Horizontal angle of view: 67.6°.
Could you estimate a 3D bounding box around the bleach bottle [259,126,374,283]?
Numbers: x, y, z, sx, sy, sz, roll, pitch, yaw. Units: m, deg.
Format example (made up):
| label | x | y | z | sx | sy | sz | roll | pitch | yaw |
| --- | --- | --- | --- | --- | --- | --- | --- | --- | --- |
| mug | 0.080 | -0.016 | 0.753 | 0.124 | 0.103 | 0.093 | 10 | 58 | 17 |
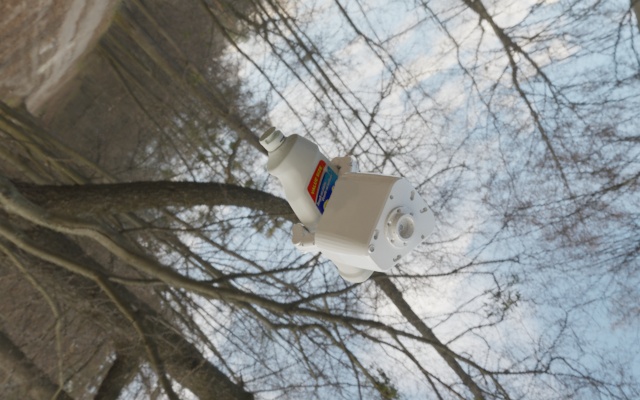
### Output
| label | x | y | z | sx | sy | sz | roll | pitch | yaw |
| --- | --- | --- | --- | --- | --- | --- | --- | --- | --- |
| bleach bottle | 0.000 | 0.002 | 0.681 | 0.251 | 0.102 | 0.068 | 48 | -23 | -26 |
